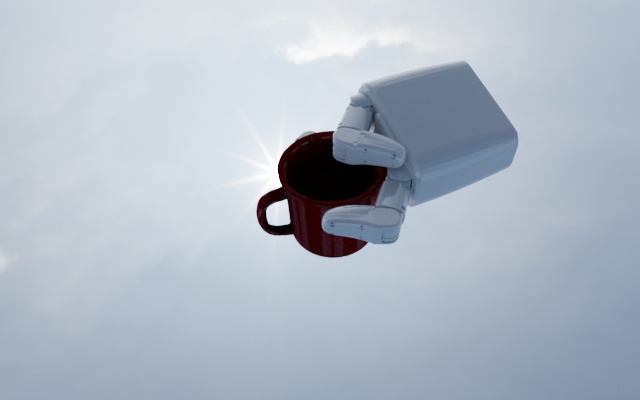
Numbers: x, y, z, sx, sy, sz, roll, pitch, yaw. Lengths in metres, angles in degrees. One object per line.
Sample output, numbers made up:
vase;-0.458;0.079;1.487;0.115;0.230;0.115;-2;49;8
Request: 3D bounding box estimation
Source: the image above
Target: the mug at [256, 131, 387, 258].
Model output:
mug;-0.001;0.002;0.428;0.117;0.082;0.093;-19;49;-15
